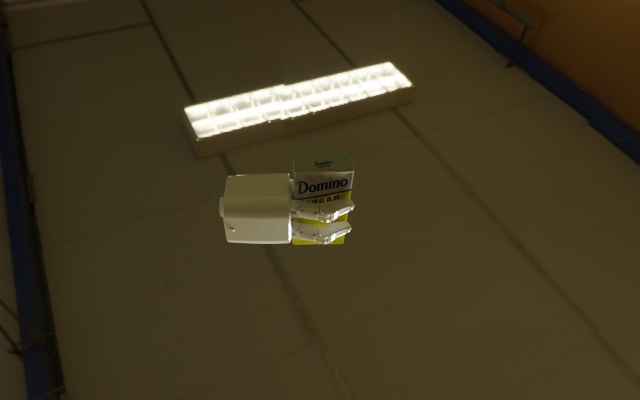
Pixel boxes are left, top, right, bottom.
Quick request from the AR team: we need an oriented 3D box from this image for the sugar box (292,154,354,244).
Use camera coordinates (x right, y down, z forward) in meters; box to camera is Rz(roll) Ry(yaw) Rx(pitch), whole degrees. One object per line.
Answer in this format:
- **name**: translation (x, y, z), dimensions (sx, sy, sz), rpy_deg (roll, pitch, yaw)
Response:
- **sugar box**: translation (0.000, 0.003, 0.795), dimensions (0.093, 0.048, 0.176), rpy_deg (-1, -42, -5)
